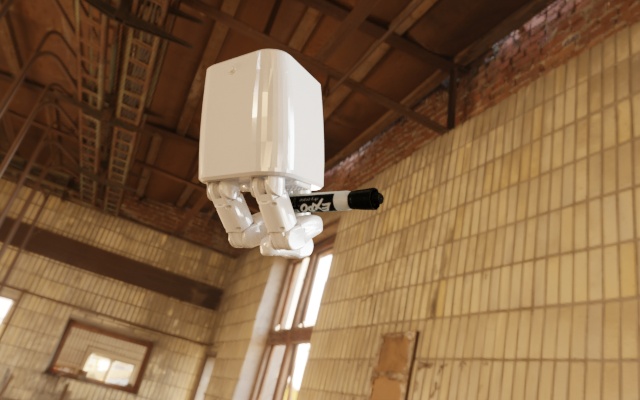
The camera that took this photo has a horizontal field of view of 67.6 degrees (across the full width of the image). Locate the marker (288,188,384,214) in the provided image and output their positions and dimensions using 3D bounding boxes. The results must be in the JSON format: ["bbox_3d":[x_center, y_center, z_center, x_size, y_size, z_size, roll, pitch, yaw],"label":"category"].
[{"bbox_3d":[0.000,0.001,0.423,0.121,0.020,0.020,-4,-2,35],"label":"marker"}]
